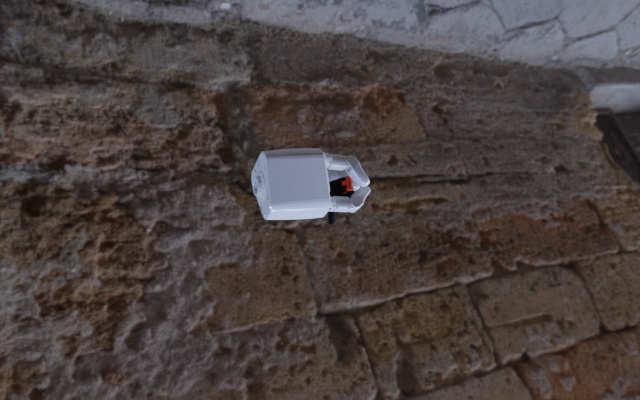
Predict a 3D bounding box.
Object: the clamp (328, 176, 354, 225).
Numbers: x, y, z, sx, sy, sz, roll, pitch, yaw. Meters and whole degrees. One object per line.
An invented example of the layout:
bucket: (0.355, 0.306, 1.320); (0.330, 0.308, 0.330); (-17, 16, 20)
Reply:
clamp: (0.000, 0.003, 0.894); (0.120, 0.039, 0.171); (-2, -27, -24)
